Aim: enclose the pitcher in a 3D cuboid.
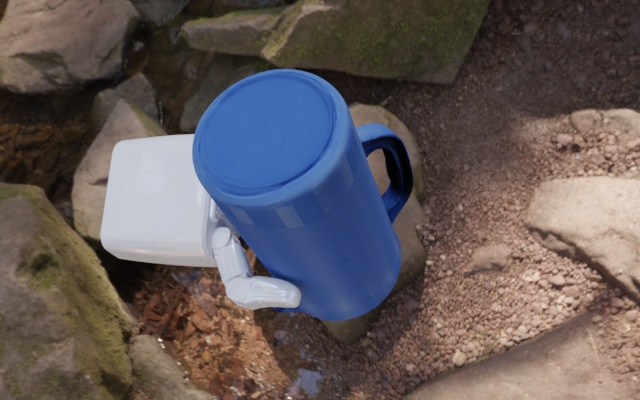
[{"bbox_3d":[0.000,0.001,0.406,0.145,0.149,0.243,0,-27,14],"label":"pitcher"}]
